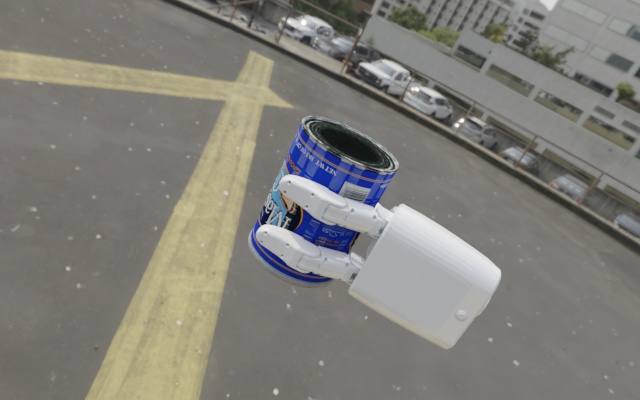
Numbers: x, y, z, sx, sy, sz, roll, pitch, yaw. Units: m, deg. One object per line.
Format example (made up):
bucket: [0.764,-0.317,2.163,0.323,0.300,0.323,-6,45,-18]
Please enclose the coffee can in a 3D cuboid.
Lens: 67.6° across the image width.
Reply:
coffee can: [0.000,0.002,0.480,0.103,0.140,0.102,22,24,-11]
